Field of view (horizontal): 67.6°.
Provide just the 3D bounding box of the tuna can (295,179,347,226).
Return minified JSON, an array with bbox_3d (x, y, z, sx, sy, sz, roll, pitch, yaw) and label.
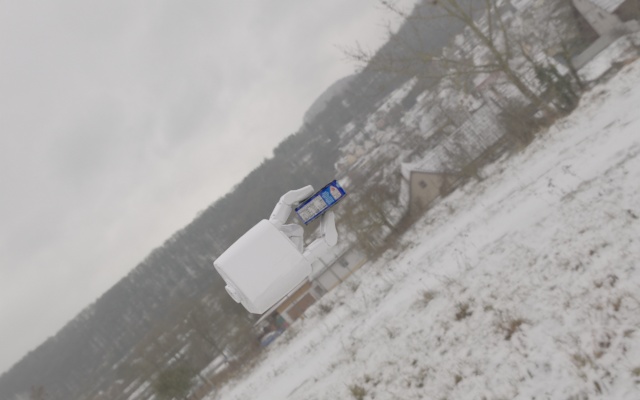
[{"bbox_3d":[0.000,0.002,0.778,0.086,0.034,0.086,-37,1,1],"label":"tuna can"}]
